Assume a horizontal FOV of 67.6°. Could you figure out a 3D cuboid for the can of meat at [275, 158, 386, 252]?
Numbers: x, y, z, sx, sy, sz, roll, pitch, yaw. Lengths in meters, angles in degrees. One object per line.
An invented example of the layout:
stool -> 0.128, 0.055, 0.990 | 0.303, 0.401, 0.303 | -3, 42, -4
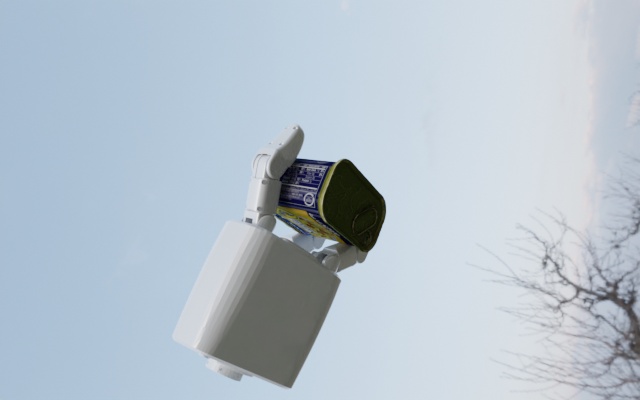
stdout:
can of meat -> 0.000, 0.001, 0.443 | 0.084, 0.057, 0.102 | 9, -20, 37
